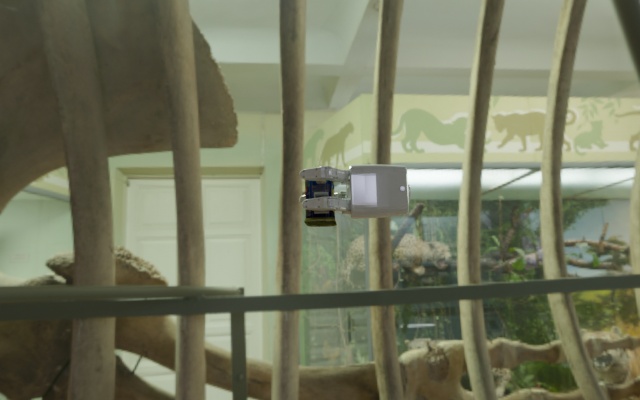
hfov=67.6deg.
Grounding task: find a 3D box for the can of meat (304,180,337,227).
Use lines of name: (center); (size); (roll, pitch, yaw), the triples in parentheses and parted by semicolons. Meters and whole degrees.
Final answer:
can of meat: (0.000, 0.003, 0.899); (0.057, 0.084, 0.102); (-2, -9, 4)
